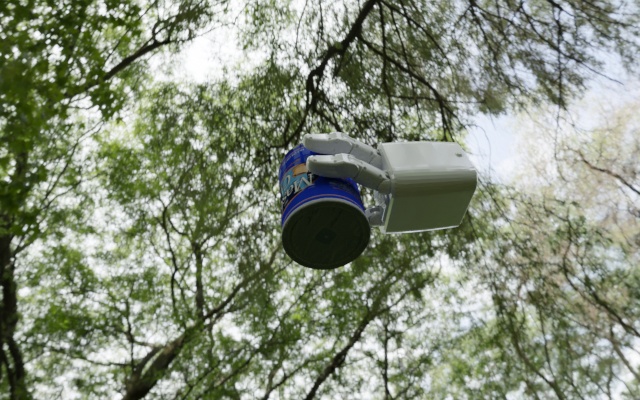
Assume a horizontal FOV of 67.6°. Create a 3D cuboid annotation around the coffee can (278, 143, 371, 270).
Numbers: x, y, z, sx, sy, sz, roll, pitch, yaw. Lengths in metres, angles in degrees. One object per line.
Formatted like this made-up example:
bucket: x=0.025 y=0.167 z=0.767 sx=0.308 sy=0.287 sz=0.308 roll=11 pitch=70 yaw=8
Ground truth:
coffee can: x=0.000 y=0.002 z=0.599 sx=0.103 sy=0.103 sz=0.140 roll=0 pitch=35 yaw=-7
